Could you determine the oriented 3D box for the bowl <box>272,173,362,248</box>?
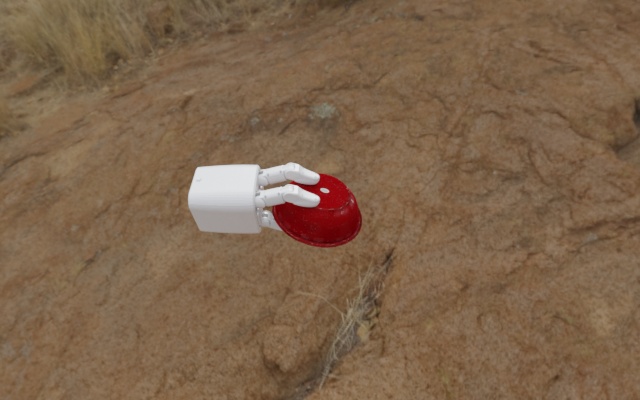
[{"bbox_3d":[0.001,0.003,0.819,0.162,0.055,0.162,9,41,-8],"label":"bowl"}]
